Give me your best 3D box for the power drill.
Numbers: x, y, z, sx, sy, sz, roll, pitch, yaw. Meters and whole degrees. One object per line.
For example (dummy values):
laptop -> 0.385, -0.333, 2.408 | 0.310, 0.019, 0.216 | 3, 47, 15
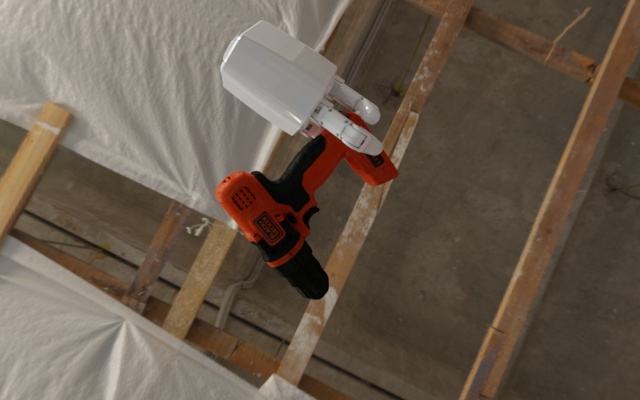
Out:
power drill -> 0.000, 0.001, 0.560 | 0.187, 0.184, 0.057 | -42, 22, -11
